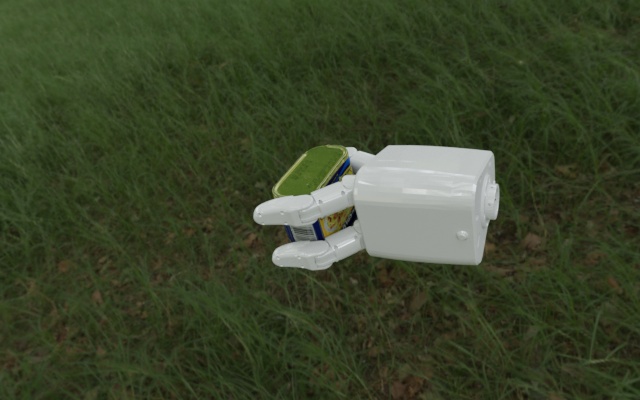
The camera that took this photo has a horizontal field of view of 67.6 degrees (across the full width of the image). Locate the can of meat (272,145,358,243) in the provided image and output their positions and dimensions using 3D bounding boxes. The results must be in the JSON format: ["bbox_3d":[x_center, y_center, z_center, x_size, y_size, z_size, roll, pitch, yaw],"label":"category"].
[{"bbox_3d":[0.000,0.001,0.504,0.057,0.084,0.102,7,42,30],"label":"can of meat"}]
